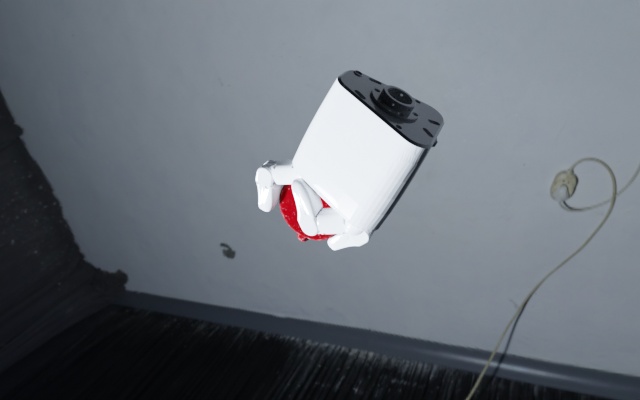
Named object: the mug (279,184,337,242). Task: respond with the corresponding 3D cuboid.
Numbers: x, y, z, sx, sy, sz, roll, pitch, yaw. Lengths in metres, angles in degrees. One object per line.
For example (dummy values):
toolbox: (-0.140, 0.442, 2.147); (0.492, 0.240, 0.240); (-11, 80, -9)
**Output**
mug: (-0.001, 0.003, 0.563); (0.093, 0.117, 0.081); (33, 36, 7)
